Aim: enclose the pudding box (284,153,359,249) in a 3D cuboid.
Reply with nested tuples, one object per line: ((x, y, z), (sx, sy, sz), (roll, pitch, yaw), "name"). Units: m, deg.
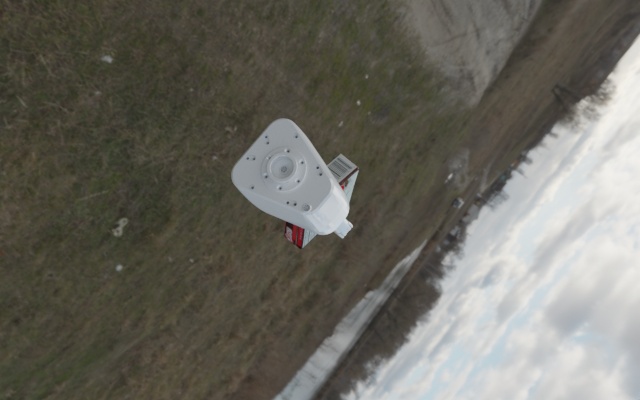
((0.000, 0.002, 0.655), (0.113, 0.039, 0.090), (-40, -21, -30), "pudding box")
